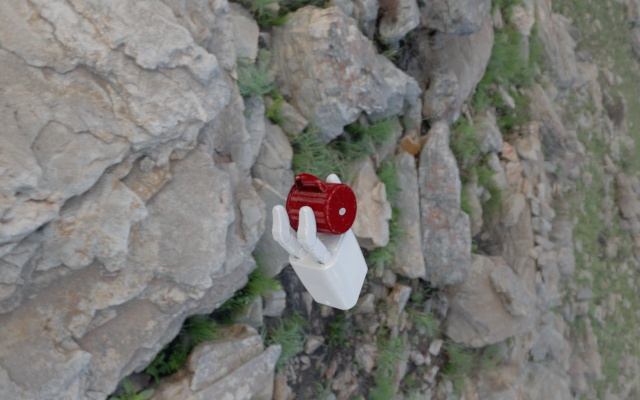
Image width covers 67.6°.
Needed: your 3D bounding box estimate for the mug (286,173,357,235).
[{"bbox_3d":[0.000,0.001,0.762,0.081,0.117,0.093,5,45,40],"label":"mug"}]
